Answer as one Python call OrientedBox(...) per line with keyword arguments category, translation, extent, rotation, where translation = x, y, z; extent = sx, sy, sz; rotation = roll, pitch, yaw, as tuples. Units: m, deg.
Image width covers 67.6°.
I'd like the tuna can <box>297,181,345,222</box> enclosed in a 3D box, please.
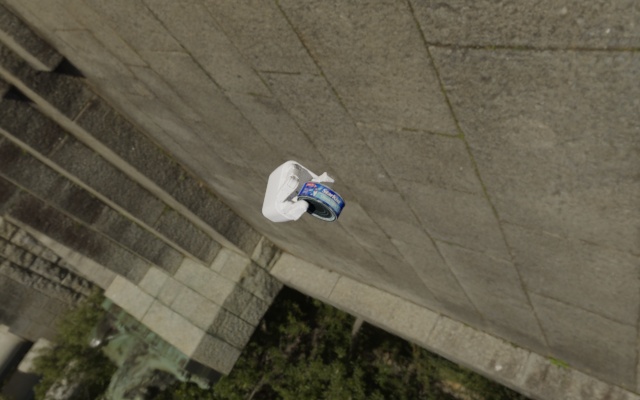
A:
OrientedBox(category="tuna can", translation=(0.000, 0.003, 0.873), extent=(0.086, 0.033, 0.086), rotation=(25, -22, 11))
